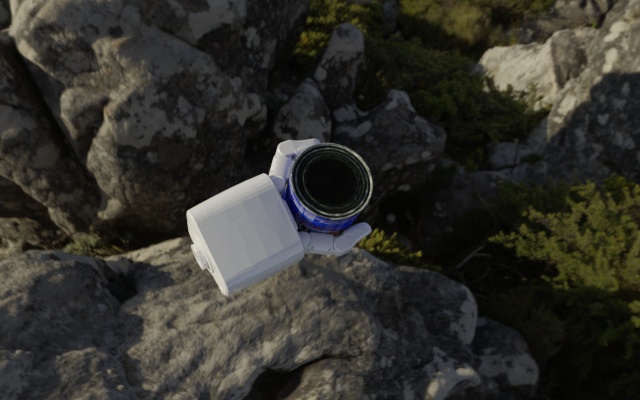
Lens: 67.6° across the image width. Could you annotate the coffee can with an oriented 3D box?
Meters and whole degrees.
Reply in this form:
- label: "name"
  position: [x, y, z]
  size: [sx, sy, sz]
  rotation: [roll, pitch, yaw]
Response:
- label: "coffee can"
  position: [0.000, 0.002, 0.636]
  size: [0.103, 0.102, 0.140]
  rotation: [0, -23, -13]
